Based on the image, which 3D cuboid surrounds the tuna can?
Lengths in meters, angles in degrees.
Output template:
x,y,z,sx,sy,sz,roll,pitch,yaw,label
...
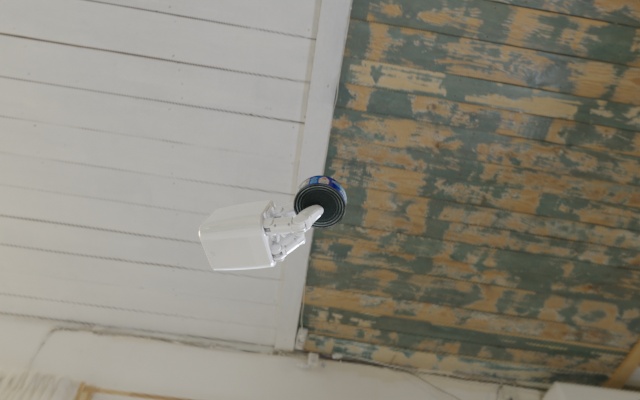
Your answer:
x,y,z,sx,sy,sz,roll,pitch,yaw,label
0.000,0.002,0.785,0.086,0.086,0.033,0,31,7,tuna can
